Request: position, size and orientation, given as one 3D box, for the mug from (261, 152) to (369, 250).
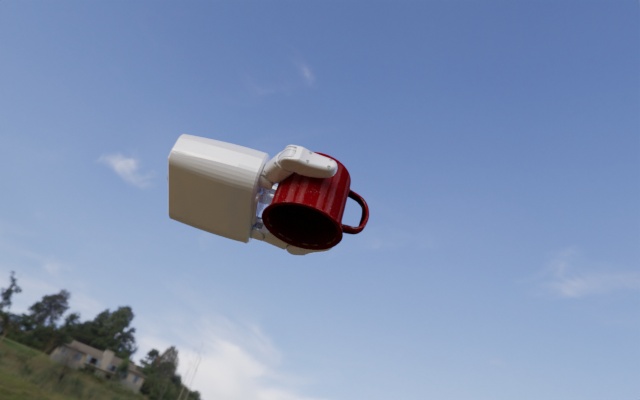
[{"bbox_3d":[0.002,0.002,0.550,0.117,0.081,0.093,16,-35,0],"label":"mug"}]
